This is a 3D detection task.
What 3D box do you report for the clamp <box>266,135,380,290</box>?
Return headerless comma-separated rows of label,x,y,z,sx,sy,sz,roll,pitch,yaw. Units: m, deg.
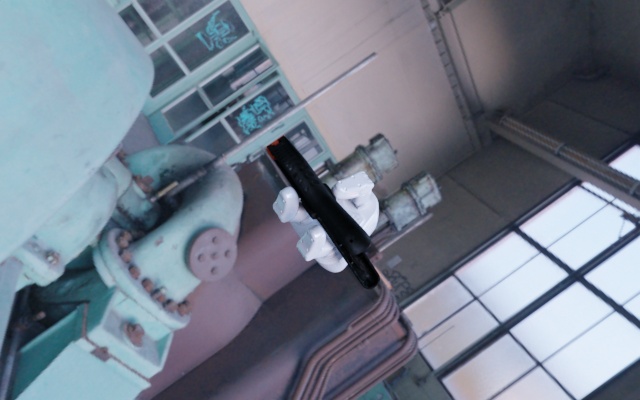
clamp,0.000,0.001,0.540,0.036,0.210,0.165,-34,-18,-6
